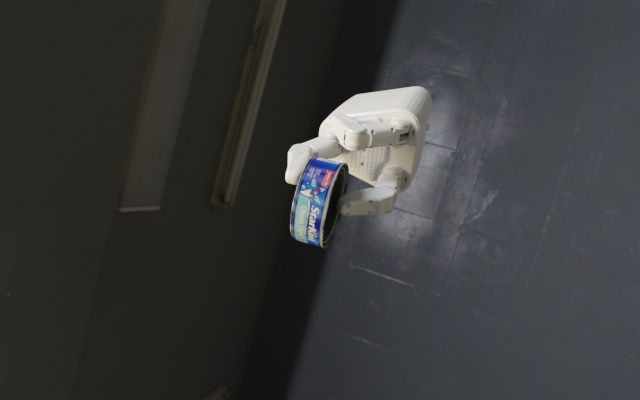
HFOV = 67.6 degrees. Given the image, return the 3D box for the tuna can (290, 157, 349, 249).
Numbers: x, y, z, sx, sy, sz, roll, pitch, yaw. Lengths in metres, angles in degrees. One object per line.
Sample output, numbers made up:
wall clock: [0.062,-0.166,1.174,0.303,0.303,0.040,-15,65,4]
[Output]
tuna can: [0.000,0.001,0.467,0.034,0.086,0.086,14,3,12]
